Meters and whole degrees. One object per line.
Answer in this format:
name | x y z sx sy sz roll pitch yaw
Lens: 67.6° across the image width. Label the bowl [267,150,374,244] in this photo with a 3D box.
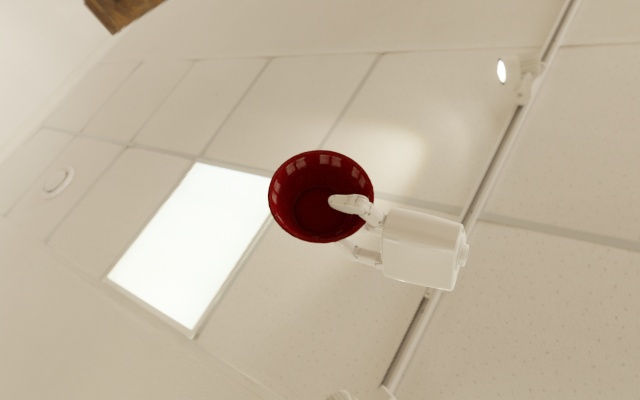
bowl | -0.001 0.002 0.740 0.162 0.162 0.055 0 -28 -2
